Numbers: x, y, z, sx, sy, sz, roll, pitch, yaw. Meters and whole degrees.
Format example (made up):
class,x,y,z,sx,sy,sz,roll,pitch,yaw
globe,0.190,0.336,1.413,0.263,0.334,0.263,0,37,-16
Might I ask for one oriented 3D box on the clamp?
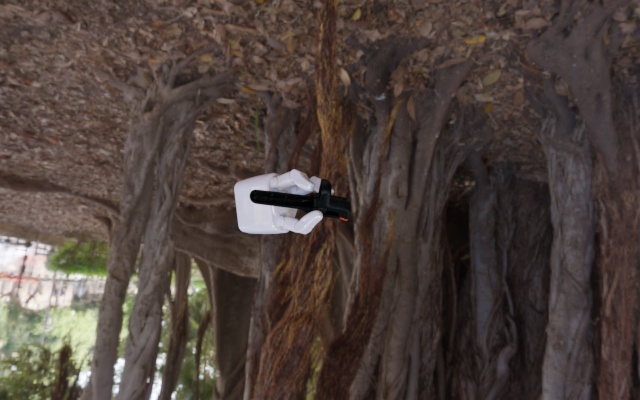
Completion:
class,x,y,z,sx,sy,sz,roll,pitch,yaw
clamp,0.000,0.004,0.870,0.164,0.036,0.210,-9,-17,40
